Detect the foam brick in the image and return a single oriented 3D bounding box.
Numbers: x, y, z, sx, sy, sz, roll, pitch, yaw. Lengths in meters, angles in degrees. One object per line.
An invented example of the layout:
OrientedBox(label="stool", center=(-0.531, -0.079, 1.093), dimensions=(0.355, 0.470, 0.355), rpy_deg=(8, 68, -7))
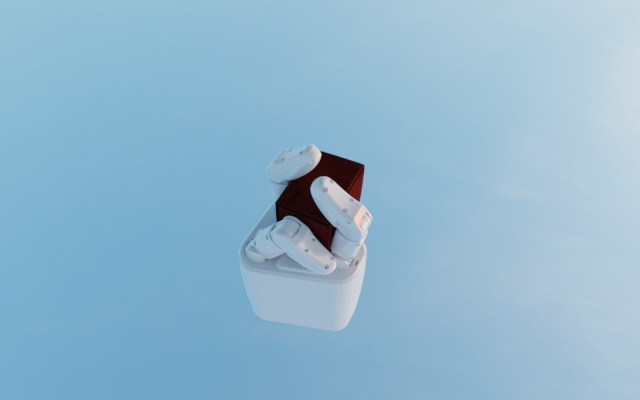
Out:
OrientedBox(label="foam brick", center=(0.000, 0.001, 0.433), dimensions=(0.053, 0.078, 0.051), rpy_deg=(21, -38, 17))
